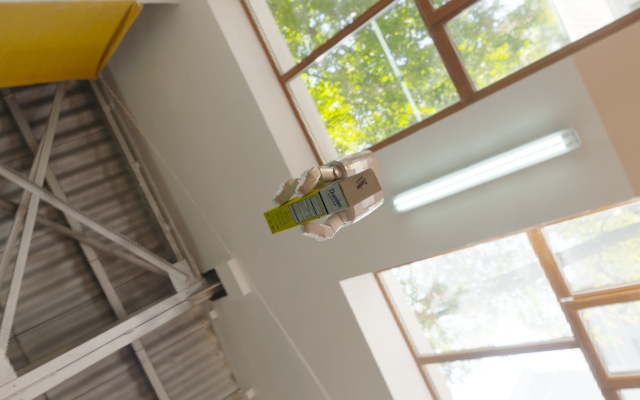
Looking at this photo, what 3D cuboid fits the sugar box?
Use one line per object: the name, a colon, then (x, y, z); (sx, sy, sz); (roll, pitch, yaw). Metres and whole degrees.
sugar box: (0.000, 0.002, 0.756); (0.176, 0.048, 0.093); (-24, 1, 42)
